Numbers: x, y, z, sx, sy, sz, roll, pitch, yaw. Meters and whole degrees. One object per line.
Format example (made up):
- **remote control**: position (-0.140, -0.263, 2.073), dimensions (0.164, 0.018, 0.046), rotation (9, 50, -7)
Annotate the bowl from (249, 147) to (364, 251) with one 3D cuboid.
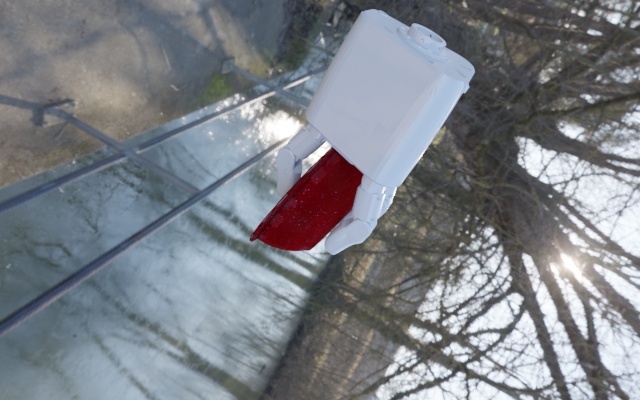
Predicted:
- **bowl**: position (0.000, 0.003, 0.506), dimensions (0.055, 0.162, 0.162), rotation (44, 1, 1)
